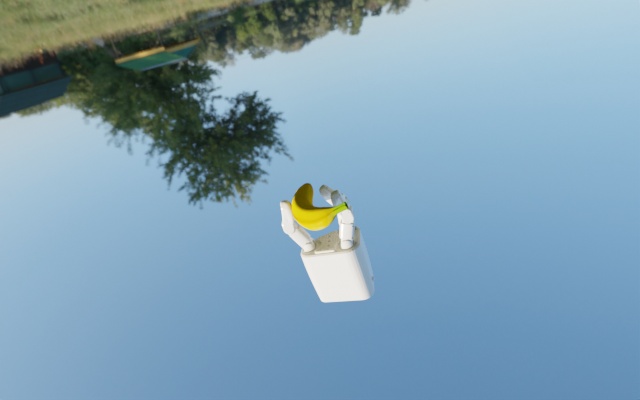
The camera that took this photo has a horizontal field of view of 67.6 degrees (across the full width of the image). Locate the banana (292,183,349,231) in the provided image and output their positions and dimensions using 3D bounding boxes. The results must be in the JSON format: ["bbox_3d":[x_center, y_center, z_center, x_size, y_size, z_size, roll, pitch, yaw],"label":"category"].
[{"bbox_3d":[-0.015,0.012,0.793,0.069,0.037,0.197,-29,20,-12],"label":"banana"}]
